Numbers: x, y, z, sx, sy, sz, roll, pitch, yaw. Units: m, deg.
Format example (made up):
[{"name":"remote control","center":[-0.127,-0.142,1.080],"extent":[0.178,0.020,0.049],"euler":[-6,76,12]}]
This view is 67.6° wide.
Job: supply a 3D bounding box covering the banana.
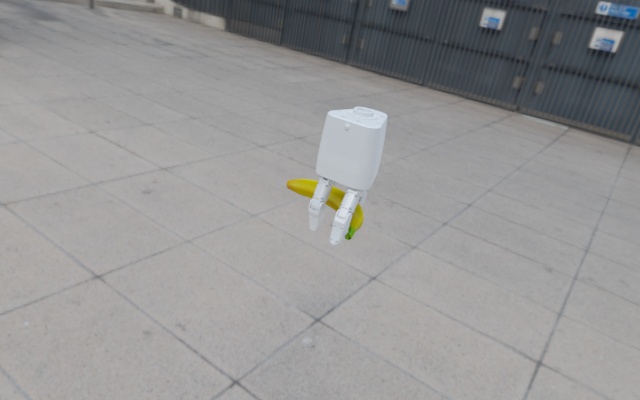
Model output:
[{"name":"banana","center":[0.017,0.001,0.853],"extent":[0.069,0.037,0.197],"euler":[-13,34,-34]}]
